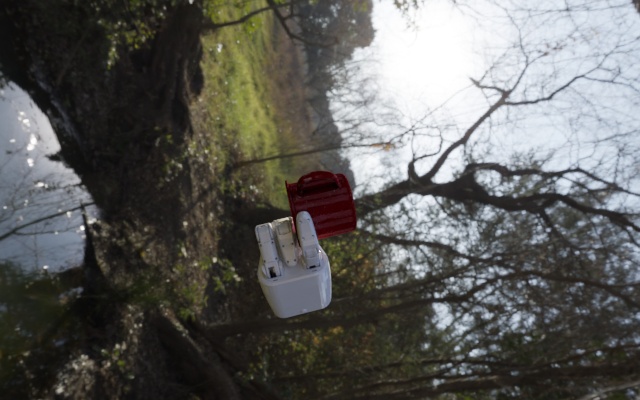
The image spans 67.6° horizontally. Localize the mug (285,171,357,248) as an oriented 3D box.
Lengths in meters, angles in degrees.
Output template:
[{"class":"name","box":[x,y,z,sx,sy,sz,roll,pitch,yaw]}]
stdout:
[{"class":"mug","box":[0.000,0.001,0.640,0.081,0.093,0.117,-13,-41,-5]}]
